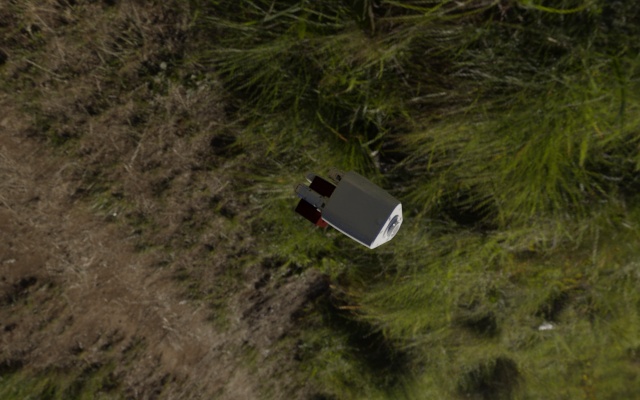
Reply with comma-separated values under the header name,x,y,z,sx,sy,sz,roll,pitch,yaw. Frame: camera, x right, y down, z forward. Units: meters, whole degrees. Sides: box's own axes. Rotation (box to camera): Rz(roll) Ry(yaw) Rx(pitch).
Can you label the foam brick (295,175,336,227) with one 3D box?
name,x,y,z,sx,sy,sz,roll,pitch,yaw
foam brick,0.000,0.003,0.867,0.051,0.078,0.053,33,4,21
